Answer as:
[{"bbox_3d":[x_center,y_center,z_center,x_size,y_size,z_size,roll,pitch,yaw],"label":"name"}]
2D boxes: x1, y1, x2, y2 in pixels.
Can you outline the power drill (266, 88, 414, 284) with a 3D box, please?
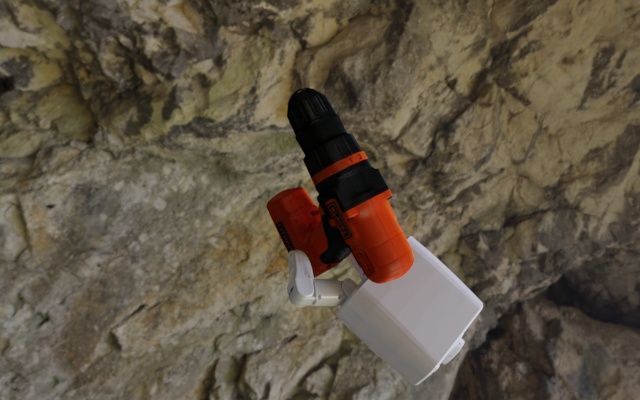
[{"bbox_3d":[0.000,0.002,0.478,0.057,0.184,0.188,-24,-5,-22],"label":"power drill"}]
